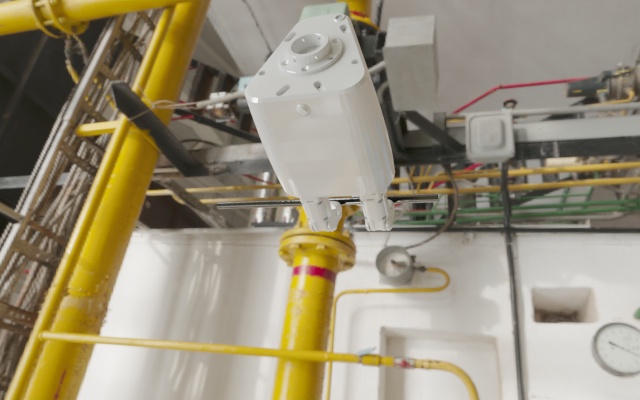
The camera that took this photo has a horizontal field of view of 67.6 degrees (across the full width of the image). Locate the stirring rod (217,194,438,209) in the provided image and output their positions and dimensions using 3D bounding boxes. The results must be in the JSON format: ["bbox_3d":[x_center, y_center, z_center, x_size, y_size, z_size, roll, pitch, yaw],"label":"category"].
[{"bbox_3d":[0.000,0.002,0.502,0.239,0.011,0.011,-2,-1,17],"label":"stirring rod"}]
